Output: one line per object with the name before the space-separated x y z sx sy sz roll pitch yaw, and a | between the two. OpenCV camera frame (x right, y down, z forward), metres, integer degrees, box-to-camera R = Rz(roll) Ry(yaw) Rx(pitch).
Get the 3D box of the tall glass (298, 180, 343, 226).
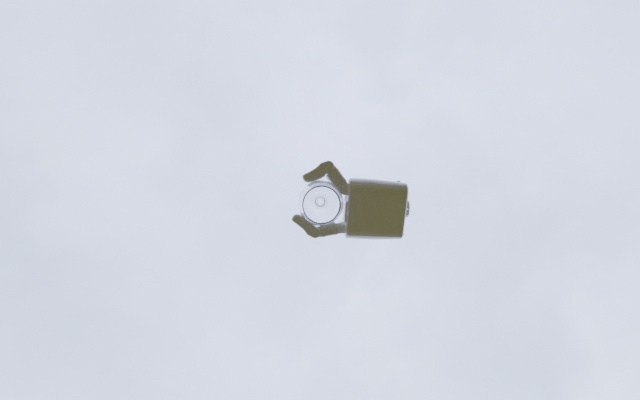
tall glass | 0.000 0.003 0.859 0.079 0.079 0.201 0 3 -1
